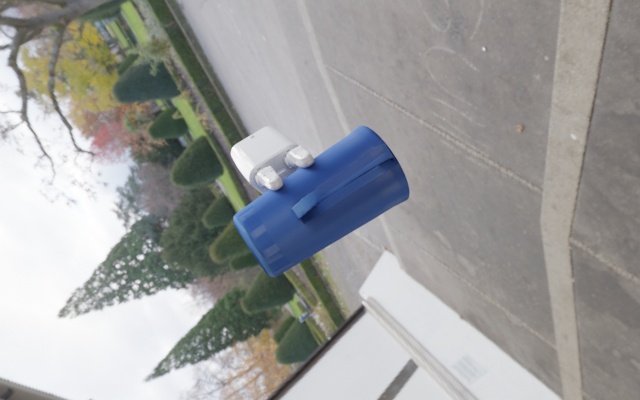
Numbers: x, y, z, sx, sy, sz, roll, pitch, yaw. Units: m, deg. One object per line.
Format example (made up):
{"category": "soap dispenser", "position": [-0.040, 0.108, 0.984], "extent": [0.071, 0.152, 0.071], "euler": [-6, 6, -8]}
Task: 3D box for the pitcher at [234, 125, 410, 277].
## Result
{"category": "pitcher", "position": [0.000, 0.002, 0.695], "extent": [0.243, 0.149, 0.145], "euler": [-33, 40, -10]}
